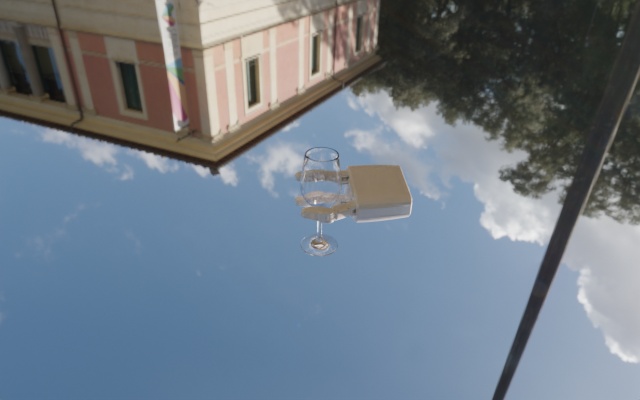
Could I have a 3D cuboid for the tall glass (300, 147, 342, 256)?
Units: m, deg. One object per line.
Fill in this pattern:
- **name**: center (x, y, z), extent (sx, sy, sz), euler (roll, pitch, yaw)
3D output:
- **tall glass**: center (0.000, 0.004, 0.900), extent (0.079, 0.201, 0.079), euler (1, 31, -1)
